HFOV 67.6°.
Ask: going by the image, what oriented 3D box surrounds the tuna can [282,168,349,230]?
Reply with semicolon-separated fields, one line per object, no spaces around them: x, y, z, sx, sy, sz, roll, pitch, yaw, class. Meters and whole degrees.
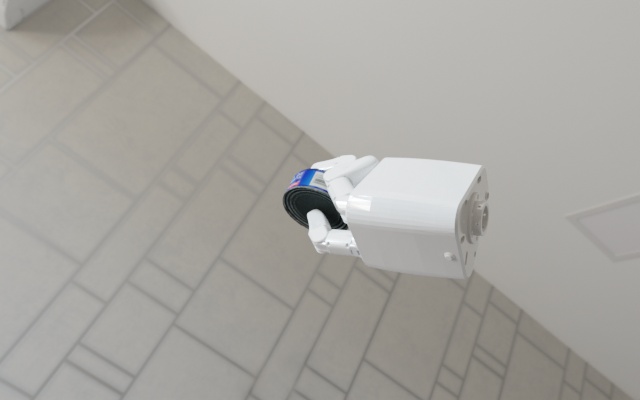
0.000;0.001;0.572;0.086;0.033;0.086;17;-35;13;tuna can
